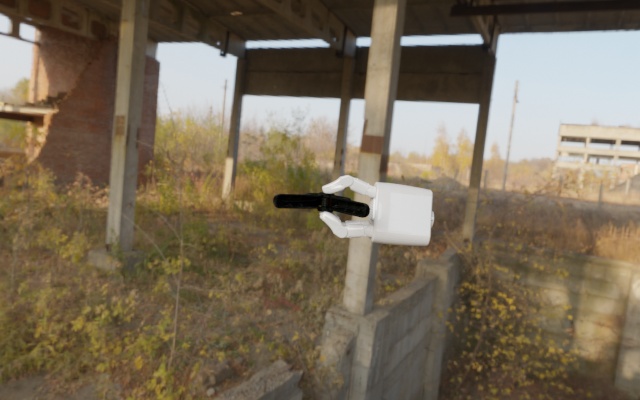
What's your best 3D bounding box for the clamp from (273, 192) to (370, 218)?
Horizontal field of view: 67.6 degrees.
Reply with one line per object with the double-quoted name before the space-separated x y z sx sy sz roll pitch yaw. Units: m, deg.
"clamp" 0.000 0.002 0.891 0.164 0.036 0.210 7 4 -1
